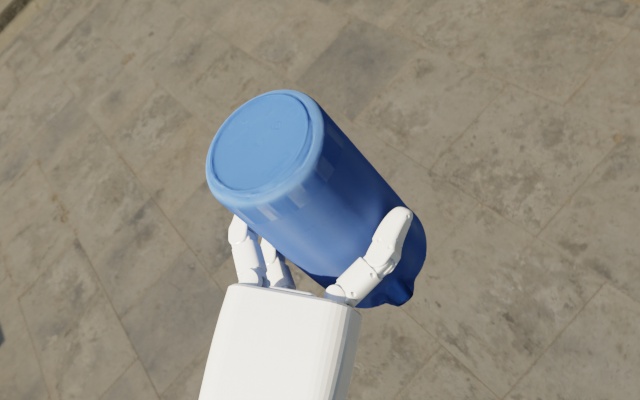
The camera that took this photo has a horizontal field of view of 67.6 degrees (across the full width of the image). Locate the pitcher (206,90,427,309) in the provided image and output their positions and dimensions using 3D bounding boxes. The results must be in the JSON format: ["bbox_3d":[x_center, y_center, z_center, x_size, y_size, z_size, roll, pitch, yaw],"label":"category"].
[{"bbox_3d":[0.000,0.002,0.462,0.149,0.145,0.243,1,-26,30],"label":"pitcher"}]
